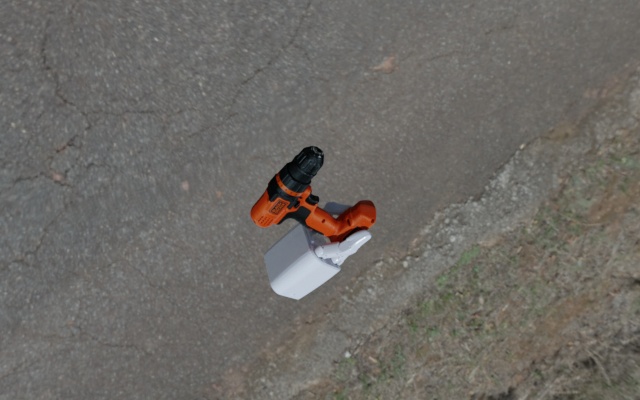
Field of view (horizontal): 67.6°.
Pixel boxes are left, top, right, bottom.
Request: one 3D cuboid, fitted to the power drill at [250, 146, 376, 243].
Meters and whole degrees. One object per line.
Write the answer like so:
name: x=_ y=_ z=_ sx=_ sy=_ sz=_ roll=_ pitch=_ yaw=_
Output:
power drill: x=0.000 y=0.003 z=0.805 sx=0.188 sy=0.057 sz=0.184 roll=25 pitch=-50 yaw=-25
